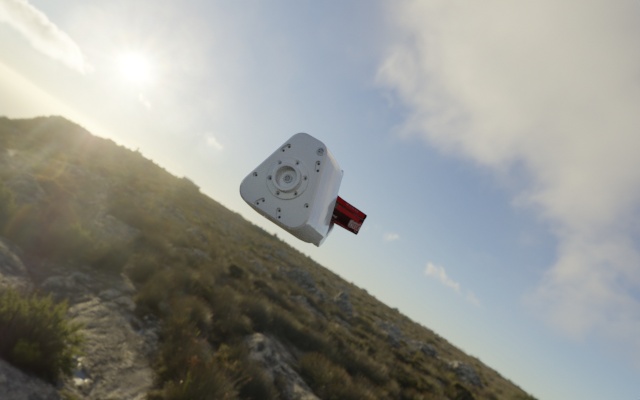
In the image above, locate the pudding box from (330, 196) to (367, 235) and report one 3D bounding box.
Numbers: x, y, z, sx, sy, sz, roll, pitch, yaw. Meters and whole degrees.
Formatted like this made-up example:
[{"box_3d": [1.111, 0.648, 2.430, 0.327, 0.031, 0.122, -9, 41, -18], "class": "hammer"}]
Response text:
[{"box_3d": [0.000, 0.002, 0.696, 0.113, 0.039, 0.090, 29, -3, 42], "class": "pudding box"}]
